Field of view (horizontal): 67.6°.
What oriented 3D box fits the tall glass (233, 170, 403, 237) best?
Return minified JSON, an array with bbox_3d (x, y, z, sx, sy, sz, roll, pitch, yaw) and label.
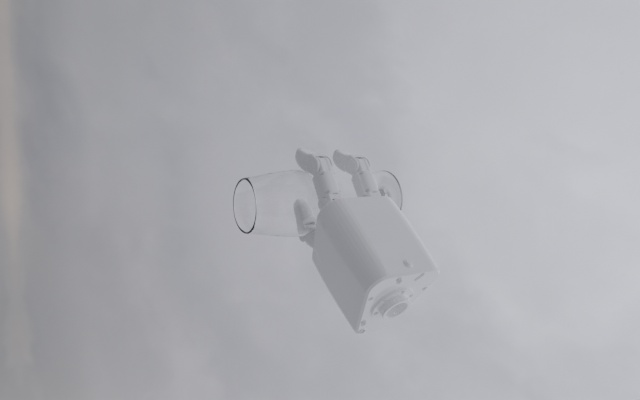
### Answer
[{"bbox_3d":[0.001,0.002,0.575,0.201,0.079,0.079,-3,1,-33],"label":"tall glass"}]
